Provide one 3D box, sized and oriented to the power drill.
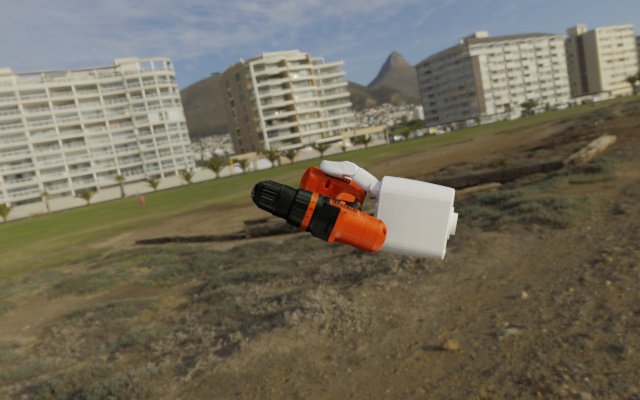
[{"bbox_3d":[0.000,0.002,0.689,0.184,0.057,0.187,23,16,-4],"label":"power drill"}]
